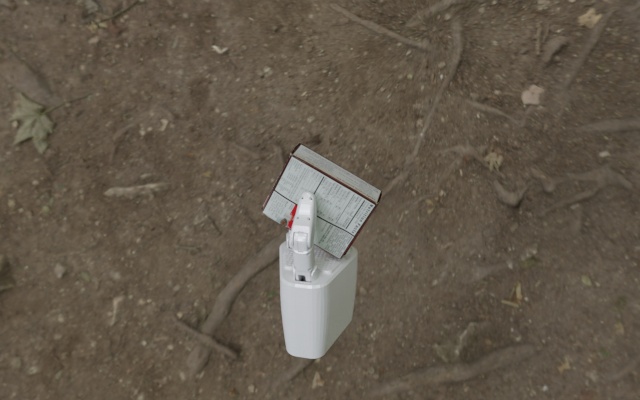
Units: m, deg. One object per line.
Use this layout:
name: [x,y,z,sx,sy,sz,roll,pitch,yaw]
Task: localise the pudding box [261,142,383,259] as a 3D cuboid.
pudding box: [0.000,0.002,0.545,0.113,0.090,0.039,30,29,-2]
